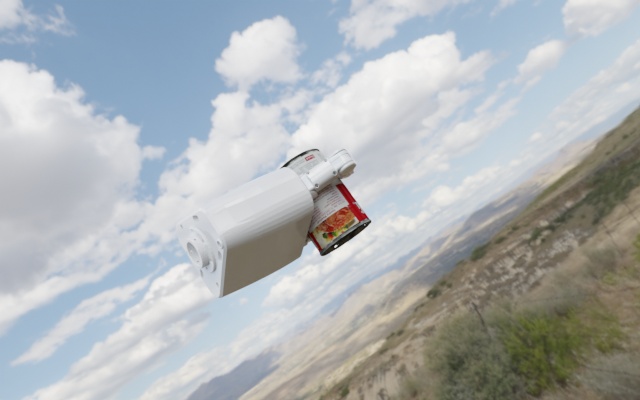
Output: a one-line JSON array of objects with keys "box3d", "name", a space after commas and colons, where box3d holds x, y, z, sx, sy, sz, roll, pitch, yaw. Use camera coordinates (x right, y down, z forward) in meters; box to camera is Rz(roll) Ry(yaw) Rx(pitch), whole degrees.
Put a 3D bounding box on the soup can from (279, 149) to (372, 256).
[{"box3d": [0.000, 0.001, 0.534, 0.068, 0.102, 0.068, -33, -12, -8], "name": "soup can"}]
